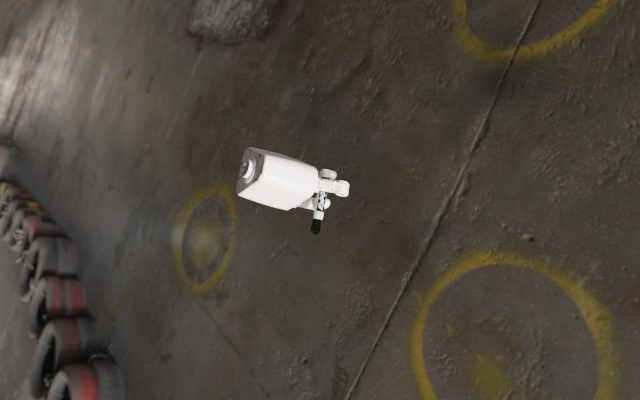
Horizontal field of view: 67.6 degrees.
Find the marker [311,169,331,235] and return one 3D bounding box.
[{"bbox_3d":[0.000,0.003,0.867,0.020,0.121,0.020,10,-10,2],"label":"marker"}]
